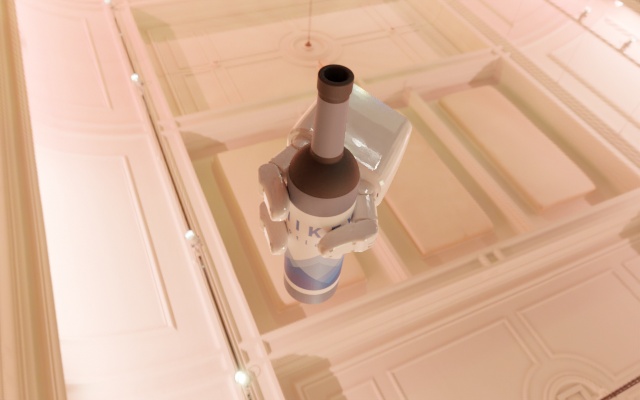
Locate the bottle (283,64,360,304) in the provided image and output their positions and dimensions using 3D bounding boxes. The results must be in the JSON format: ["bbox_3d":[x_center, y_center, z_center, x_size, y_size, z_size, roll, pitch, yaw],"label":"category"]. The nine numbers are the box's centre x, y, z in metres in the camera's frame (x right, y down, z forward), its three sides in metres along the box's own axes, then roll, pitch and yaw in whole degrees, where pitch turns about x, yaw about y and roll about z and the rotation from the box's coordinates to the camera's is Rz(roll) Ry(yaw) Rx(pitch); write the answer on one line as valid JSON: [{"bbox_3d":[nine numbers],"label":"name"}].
[{"bbox_3d":[0.000,0.002,0.463,0.069,0.069,0.296,0,-40,-6],"label":"bottle"}]
